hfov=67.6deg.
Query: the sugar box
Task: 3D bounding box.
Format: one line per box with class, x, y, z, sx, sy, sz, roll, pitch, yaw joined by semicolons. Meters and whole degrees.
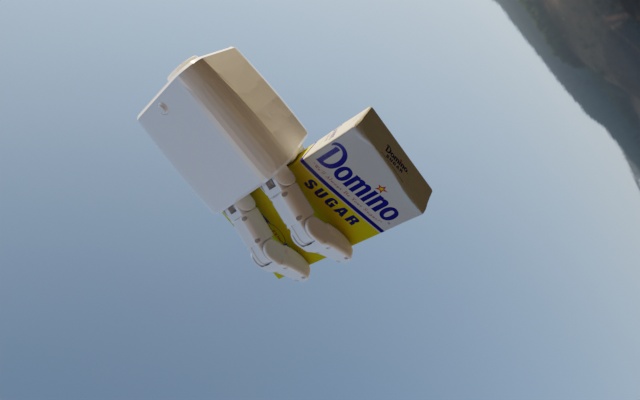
sugar box;0.000;0.002;0.432;0.176;0.093;0.048;-29;16;38
